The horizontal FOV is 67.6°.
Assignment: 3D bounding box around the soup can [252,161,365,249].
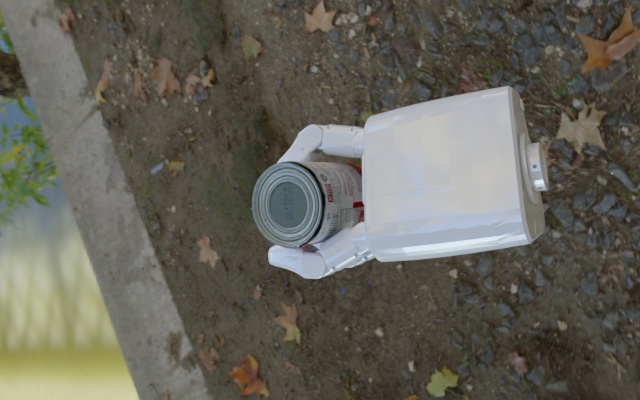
[{"bbox_3d":[-0.001,0.001,0.400,0.068,0.068,0.102,0,3,31],"label":"soup can"}]
